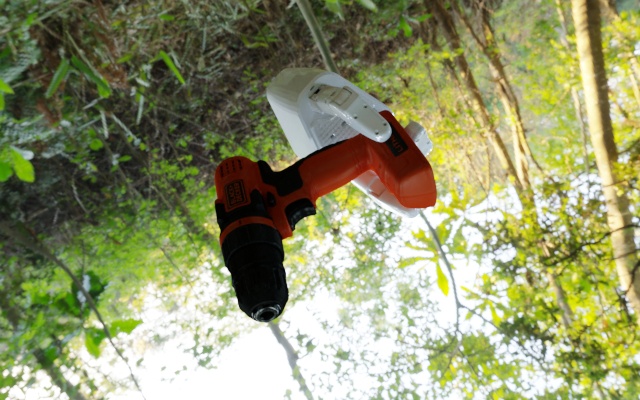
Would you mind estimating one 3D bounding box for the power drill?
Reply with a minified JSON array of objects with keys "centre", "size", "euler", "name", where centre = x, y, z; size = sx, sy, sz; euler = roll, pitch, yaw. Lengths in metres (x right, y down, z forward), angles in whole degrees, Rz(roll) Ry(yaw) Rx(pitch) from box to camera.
[{"centre":[0.000,0.001,0.416],"size":[0.187,0.057,0.184],"euler":[-20,45,-2],"name":"power drill"}]
